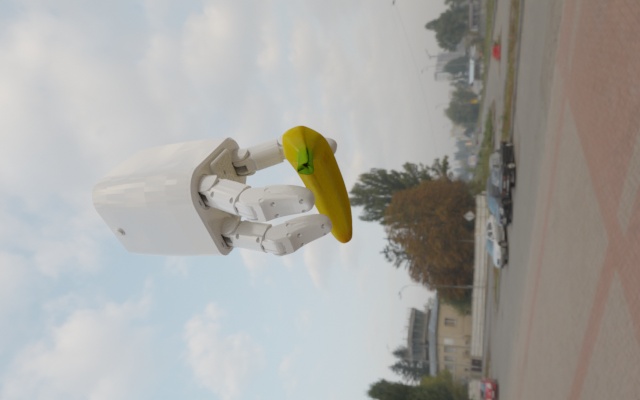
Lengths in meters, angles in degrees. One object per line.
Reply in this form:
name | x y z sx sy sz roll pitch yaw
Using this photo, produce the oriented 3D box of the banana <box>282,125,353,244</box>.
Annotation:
banana | -0.001 -0.017 0.443 0.037 0.069 0.198 -7 -22 12
